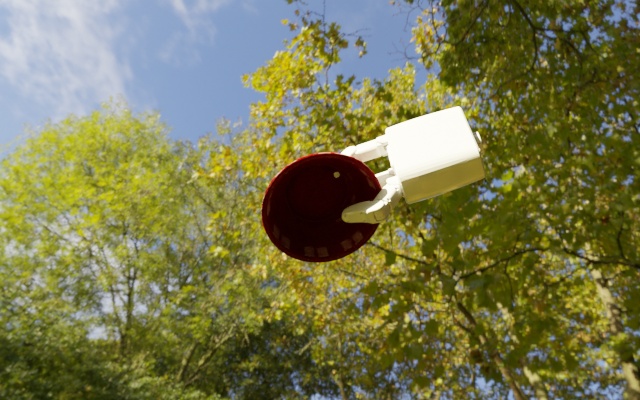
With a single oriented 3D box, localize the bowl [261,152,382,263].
[{"bbox_3d":[-0.001,0.002,0.640,0.162,0.162,0.055,0,27,-11],"label":"bowl"}]
